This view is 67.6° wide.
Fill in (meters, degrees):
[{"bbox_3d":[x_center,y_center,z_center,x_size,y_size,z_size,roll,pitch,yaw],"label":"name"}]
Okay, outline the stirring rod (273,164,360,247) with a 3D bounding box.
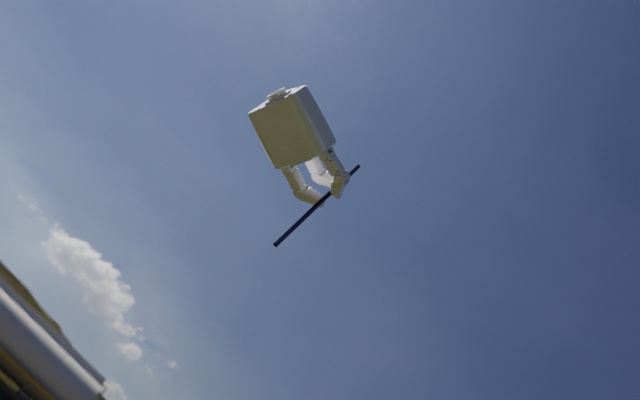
[{"bbox_3d":[0.000,0.003,0.805,0.011,0.011,0.239,0,33,44],"label":"stirring rod"}]
